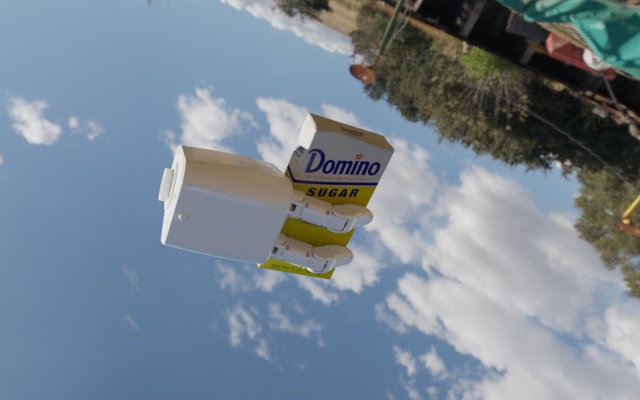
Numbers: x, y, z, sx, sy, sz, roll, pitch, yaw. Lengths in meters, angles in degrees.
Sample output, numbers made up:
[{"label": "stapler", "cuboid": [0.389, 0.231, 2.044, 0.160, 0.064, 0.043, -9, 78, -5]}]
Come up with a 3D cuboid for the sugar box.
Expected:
[{"label": "sugar box", "cuboid": [0.000, 0.002, 0.522, 0.093, 0.176, 0.048, 13, 29, -23]}]
